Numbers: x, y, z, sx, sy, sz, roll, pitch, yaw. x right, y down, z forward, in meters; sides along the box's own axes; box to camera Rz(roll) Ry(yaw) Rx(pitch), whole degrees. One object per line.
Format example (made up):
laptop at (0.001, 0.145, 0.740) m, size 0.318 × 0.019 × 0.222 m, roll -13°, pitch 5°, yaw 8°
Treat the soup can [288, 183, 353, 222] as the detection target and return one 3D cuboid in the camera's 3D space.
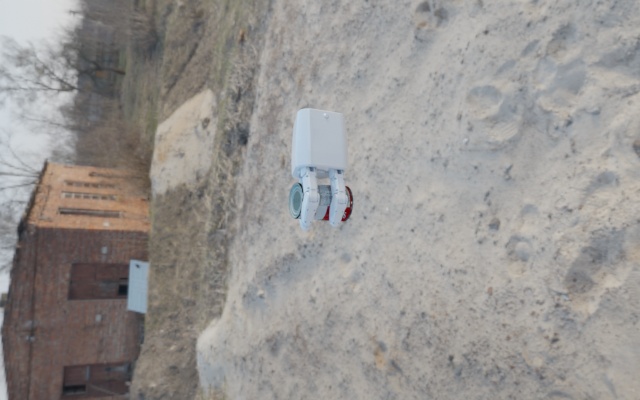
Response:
soup can at (0.000, 0.003, 0.876) m, size 0.102 × 0.068 × 0.068 m, roll 4°, pitch -2°, yaw -25°
